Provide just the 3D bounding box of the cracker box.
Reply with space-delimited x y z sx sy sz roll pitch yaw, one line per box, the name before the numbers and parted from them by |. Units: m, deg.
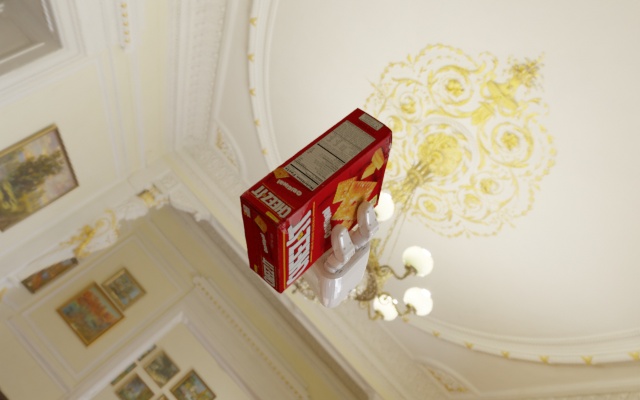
cracker box | 0.000 0.002 0.636 0.072 0.164 0.213 36 59 23
